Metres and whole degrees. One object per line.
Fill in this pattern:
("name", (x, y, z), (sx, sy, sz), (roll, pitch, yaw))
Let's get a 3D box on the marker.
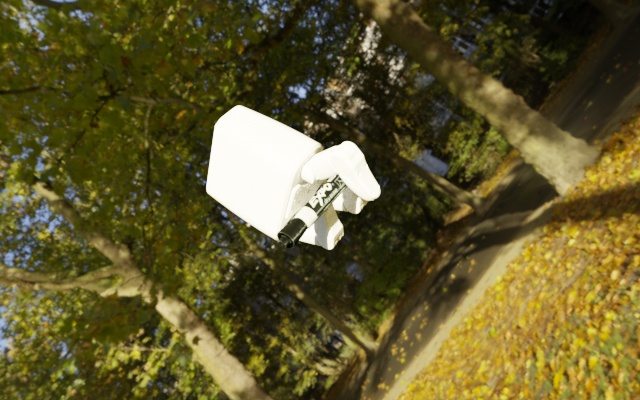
("marker", (0.000, 0.001, 0.440), (0.020, 0.020, 0.121), (0, 37, 44))
